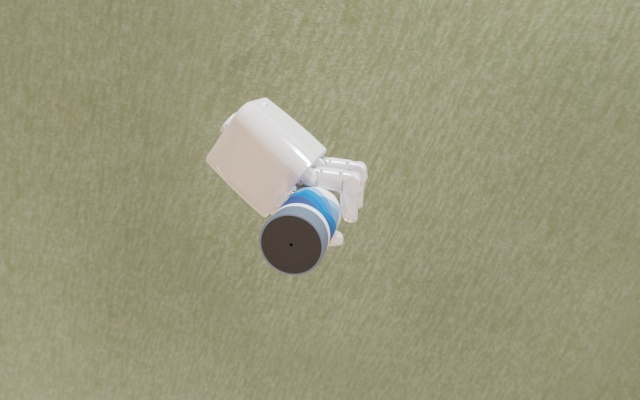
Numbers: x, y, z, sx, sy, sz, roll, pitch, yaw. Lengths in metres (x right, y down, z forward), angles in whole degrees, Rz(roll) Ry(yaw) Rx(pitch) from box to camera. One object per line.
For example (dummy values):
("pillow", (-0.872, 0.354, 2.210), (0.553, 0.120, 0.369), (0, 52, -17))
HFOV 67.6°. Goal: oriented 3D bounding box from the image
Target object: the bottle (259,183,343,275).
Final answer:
("bottle", (0.000, 0.002, 0.608), (0.069, 0.069, 0.295), (0, 17, 12))
